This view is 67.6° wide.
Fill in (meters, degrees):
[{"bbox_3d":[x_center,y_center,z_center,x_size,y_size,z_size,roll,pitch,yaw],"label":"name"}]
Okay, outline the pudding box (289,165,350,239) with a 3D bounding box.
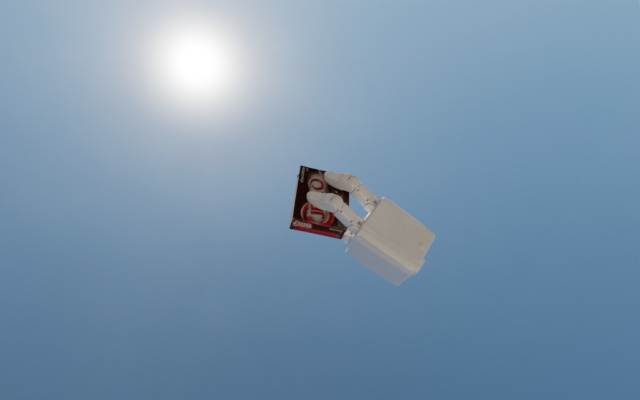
[{"bbox_3d":[0.000,0.003,0.792,0.090,0.113,0.039,12,-38,-9],"label":"pudding box"}]
